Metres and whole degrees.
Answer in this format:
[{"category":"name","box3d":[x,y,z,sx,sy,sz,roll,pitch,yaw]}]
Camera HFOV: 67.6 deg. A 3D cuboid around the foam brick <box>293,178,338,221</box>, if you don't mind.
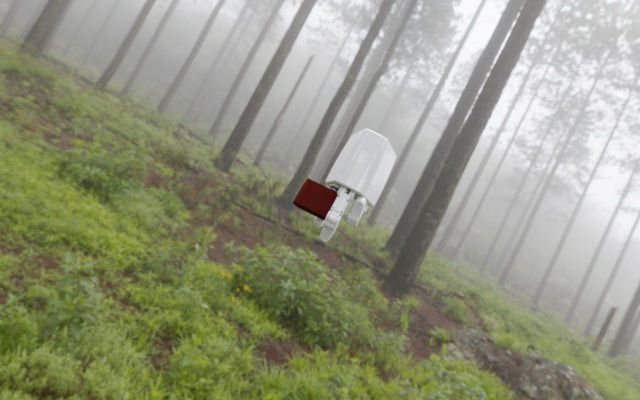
[{"category":"foam brick","box3d":[0.000,0.003,0.838,0.078,0.051,0.053,26,-5,7]}]
